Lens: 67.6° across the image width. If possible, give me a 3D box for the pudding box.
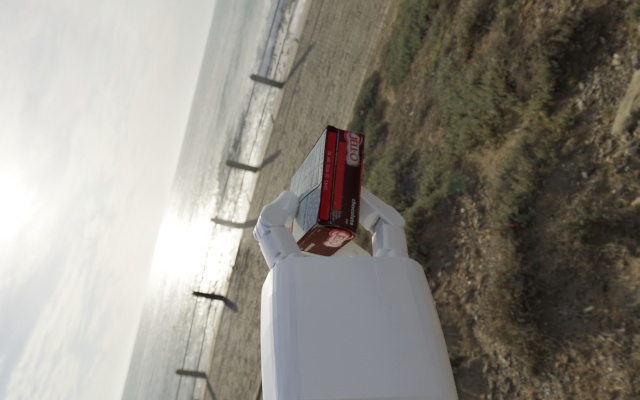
[{"bbox_3d":[0.000,0.001,0.416,0.039,0.090,0.113,15,-25,-16],"label":"pudding box"}]
